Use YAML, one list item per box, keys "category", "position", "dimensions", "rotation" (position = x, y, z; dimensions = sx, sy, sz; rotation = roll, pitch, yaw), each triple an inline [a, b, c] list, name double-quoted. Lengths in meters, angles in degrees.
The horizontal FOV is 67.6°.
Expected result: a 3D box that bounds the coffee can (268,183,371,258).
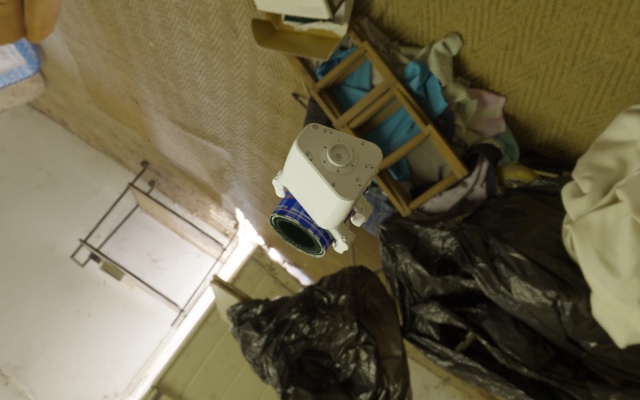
- category: "coffee can"
  position: [0.000, 0.002, 0.743]
  dimensions: [0.103, 0.140, 0.103]
  rotation: [29, -25, 15]
